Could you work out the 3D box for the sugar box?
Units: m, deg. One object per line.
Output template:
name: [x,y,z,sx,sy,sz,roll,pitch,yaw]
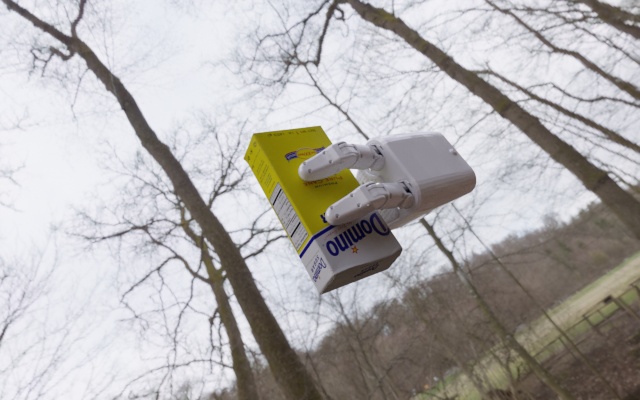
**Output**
sugar box: [0.000,0.001,0.494,0.093,0.176,0.048,-14,-32,-36]
